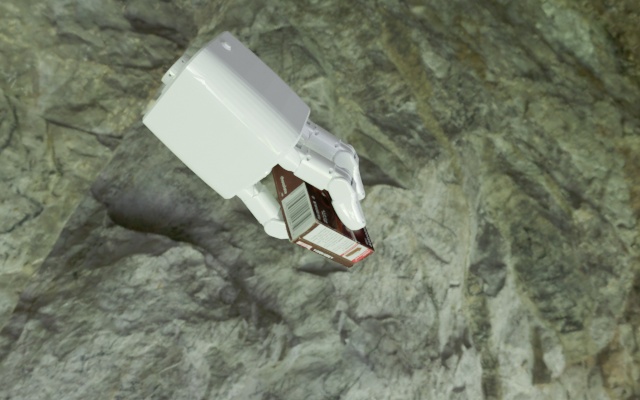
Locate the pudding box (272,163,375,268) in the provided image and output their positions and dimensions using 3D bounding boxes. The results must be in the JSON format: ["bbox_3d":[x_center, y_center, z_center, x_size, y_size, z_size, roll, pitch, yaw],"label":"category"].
[{"bbox_3d":[0.000,0.002,0.470,0.039,0.113,0.090,-36,-42,25],"label":"pudding box"}]
